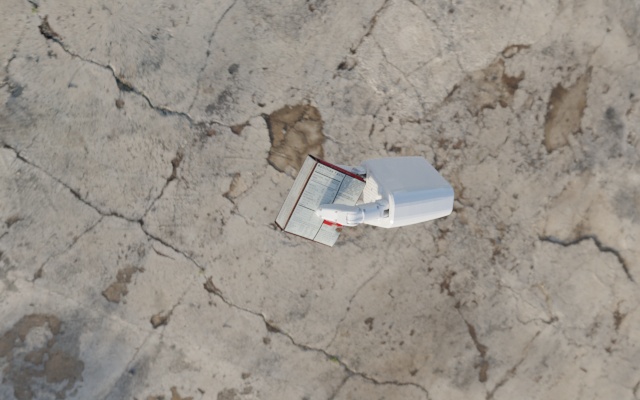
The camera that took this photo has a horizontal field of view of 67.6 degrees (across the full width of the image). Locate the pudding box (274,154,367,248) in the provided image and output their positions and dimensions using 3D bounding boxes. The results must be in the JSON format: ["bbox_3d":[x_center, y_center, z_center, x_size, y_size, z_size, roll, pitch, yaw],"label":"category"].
[{"bbox_3d":[0.000,0.002,0.675,0.090,0.113,0.039,22,10,-29],"label":"pudding box"}]
